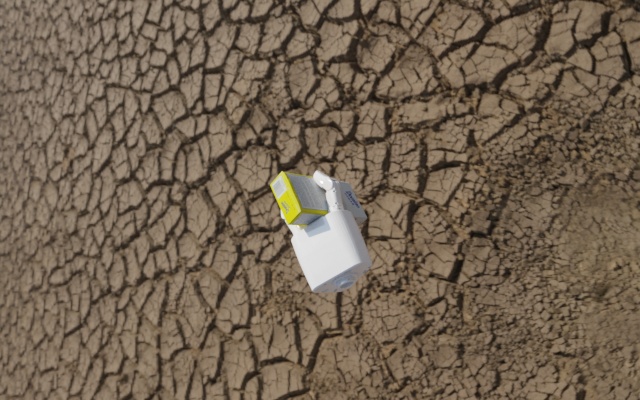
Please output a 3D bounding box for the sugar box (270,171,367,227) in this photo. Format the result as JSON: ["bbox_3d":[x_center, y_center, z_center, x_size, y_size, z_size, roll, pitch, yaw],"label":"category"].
[{"bbox_3d":[0.000,0.003,0.879,0.176,0.093,0.048,10,-45,-46],"label":"sugar box"}]
